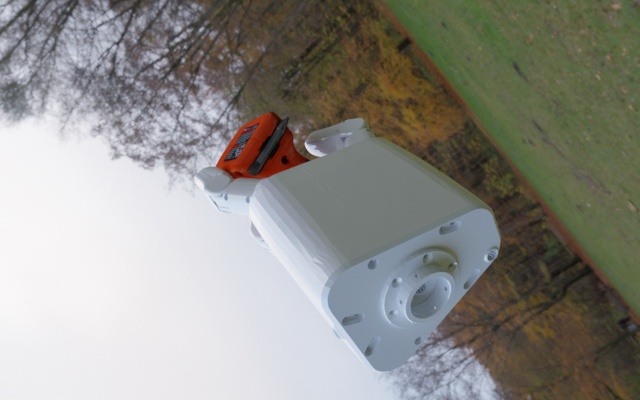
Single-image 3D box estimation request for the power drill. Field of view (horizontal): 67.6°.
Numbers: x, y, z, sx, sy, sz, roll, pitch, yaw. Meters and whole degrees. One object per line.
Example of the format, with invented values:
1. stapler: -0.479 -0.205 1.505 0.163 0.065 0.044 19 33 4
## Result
1. power drill: 0.000 0.001 0.433 0.188 0.057 0.184 33 -12 -19
